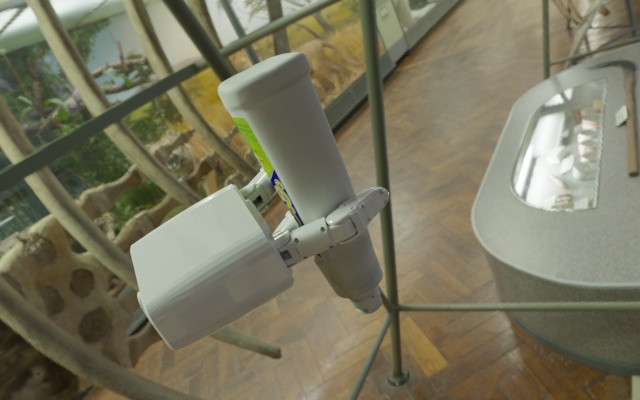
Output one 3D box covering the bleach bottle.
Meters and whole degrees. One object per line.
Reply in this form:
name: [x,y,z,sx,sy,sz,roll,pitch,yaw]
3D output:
bleach bottle: [0.000,0.001,0.421,0.068,0.251,0.102,-31,22,-10]
